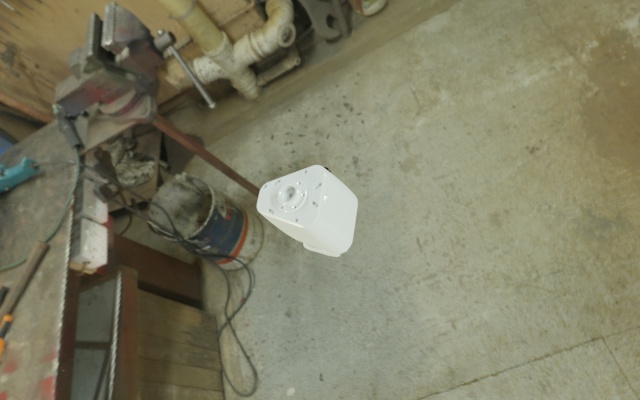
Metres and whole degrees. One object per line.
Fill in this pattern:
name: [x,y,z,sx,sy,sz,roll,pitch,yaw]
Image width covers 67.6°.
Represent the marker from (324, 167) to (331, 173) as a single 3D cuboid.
marker: [0.000,0.003,0.759,0.020,0.121,0.020,8,-21,3]
